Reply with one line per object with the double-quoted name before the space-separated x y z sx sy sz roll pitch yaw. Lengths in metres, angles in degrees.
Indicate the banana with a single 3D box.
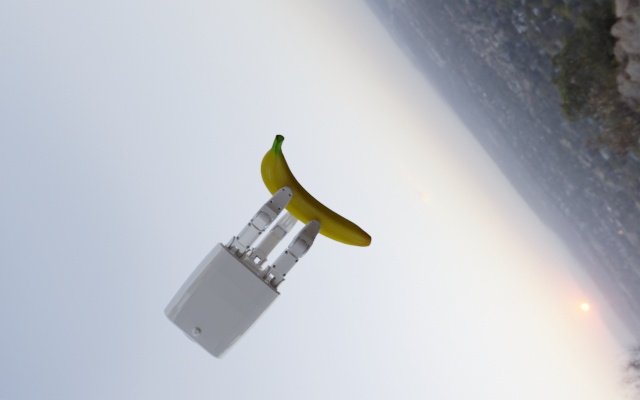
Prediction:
"banana" -0.015 0.002 0.611 0.069 0.037 0.198 -12 -50 46
